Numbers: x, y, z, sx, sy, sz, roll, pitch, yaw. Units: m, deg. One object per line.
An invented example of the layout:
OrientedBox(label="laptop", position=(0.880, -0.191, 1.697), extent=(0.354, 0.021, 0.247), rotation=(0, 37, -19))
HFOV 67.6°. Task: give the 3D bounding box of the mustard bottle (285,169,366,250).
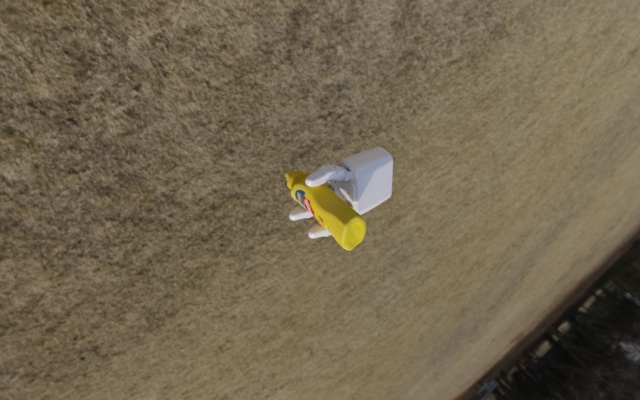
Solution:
OrientedBox(label="mustard bottle", position=(0.000, 0.003, 0.877), extent=(0.191, 0.058, 0.096), rotation=(43, -15, 29))
